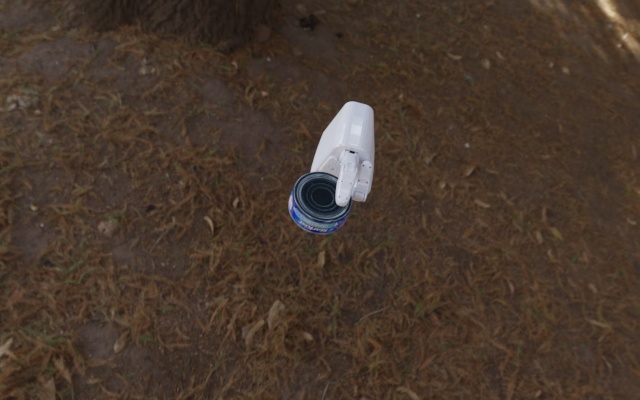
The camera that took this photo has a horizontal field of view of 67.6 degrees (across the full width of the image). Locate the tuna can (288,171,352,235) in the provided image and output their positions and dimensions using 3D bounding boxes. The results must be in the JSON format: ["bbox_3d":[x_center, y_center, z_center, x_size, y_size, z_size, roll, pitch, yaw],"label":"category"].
[{"bbox_3d":[0.000,0.002,0.661,0.086,0.086,0.034,0,-33,-16],"label":"tuna can"}]
